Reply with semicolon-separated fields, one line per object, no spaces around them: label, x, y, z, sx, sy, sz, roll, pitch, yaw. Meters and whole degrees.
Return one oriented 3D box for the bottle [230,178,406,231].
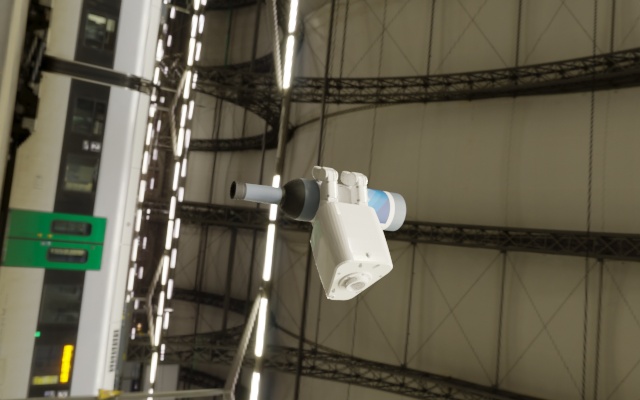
bottle;0.000;0.002;0.770;0.296;0.069;0.069;8;-4;-27
